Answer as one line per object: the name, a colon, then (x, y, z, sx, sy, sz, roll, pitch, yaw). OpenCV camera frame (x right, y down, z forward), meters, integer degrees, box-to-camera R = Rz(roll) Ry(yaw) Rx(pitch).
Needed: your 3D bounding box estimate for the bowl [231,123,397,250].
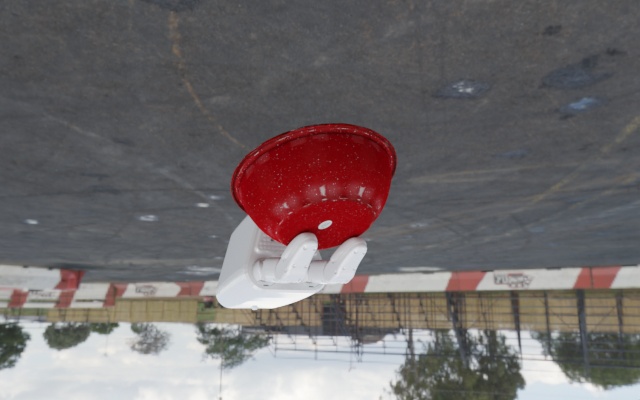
bowl: (0.000, 0.001, 0.445, 0.162, 0.055, 0.162, -10, -32, -6)
